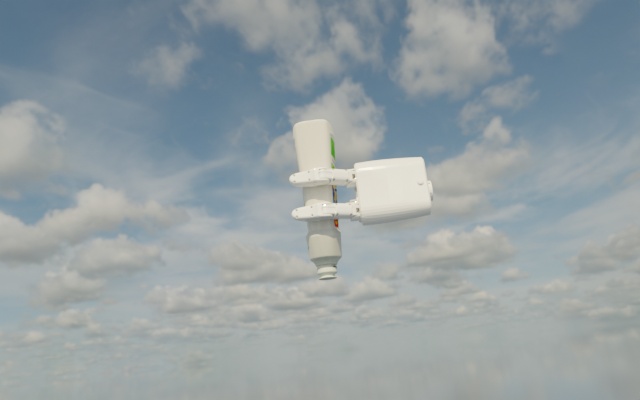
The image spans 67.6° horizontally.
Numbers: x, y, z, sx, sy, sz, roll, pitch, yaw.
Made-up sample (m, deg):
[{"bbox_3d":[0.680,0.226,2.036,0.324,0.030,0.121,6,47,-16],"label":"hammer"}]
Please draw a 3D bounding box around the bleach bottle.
[{"bbox_3d":[0.000,0.002,0.770,0.068,0.250,0.102,-7,-18,5],"label":"bleach bottle"}]
